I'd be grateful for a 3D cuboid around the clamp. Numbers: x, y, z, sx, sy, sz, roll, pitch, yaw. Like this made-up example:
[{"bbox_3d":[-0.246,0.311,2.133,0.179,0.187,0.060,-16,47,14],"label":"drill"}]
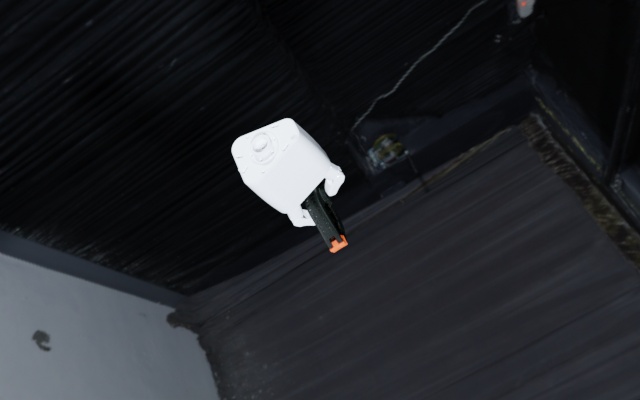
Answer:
[{"bbox_3d":[0.001,0.003,0.822,0.036,0.210,0.165,-34,-32,12],"label":"clamp"}]
